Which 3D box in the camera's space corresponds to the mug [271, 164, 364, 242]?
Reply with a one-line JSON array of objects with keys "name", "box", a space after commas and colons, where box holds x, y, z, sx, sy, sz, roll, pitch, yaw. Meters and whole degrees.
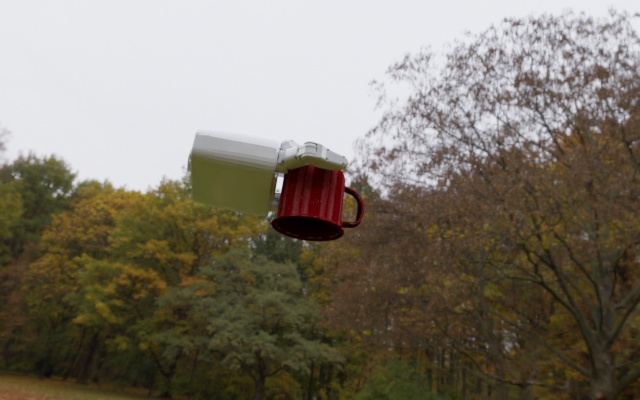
[{"name": "mug", "box": [0.002, 0.002, 0.619, 0.117, 0.081, 0.093, 10, -23, -5]}]
